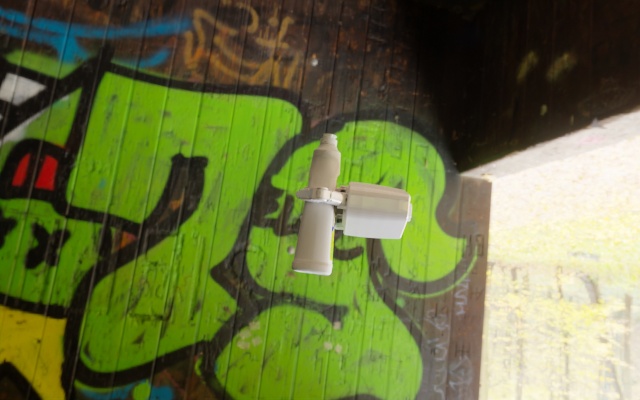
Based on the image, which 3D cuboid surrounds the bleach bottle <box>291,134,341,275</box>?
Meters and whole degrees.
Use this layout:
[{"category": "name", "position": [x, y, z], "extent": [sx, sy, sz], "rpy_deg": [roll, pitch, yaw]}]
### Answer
[{"category": "bleach bottle", "position": [0.000, 0.003, 0.845], "extent": [0.068, 0.250, 0.102], "rpy_deg": [6, -10, 4]}]
